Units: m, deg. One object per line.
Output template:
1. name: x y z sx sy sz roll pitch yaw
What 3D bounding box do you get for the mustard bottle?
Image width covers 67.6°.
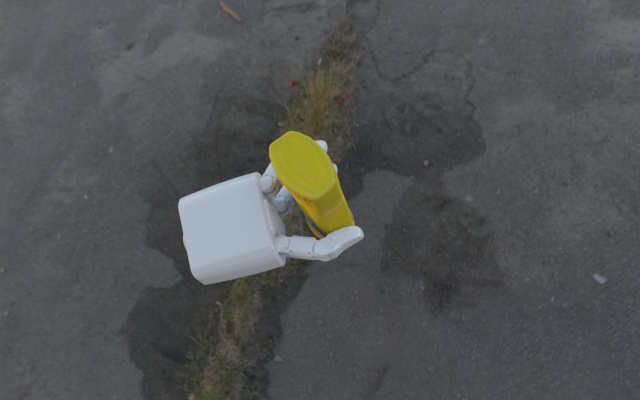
1. mustard bottle: 0.000 0.002 0.588 0.058 0.096 0.192 -38 -30 -6
